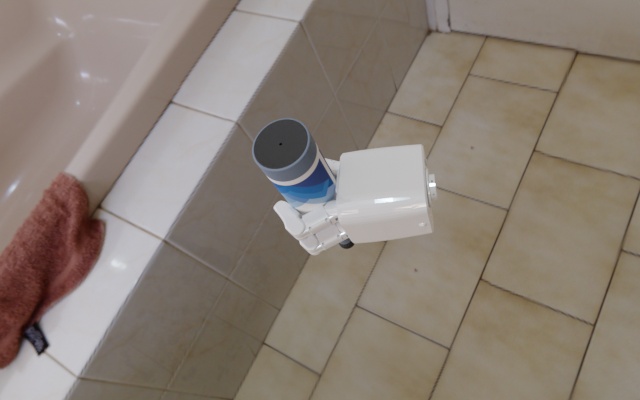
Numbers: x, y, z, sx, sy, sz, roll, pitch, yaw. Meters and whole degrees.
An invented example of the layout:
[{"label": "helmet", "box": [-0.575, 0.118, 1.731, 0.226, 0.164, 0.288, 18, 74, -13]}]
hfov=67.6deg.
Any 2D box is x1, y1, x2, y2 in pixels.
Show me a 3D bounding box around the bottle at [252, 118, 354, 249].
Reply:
[{"label": "bottle", "box": [0.000, 0.002, 0.634, 0.069, 0.069, 0.296, 0, -25, 19]}]
